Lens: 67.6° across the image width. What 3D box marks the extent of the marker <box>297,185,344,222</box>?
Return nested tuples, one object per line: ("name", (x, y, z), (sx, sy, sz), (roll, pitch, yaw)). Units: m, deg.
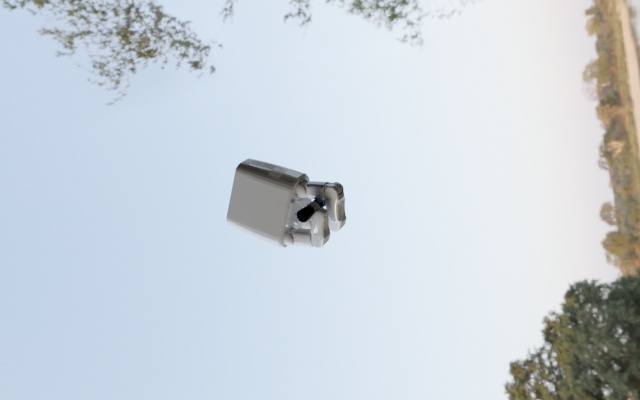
("marker", (0.000, 0.002, 0.700), (0.020, 0.020, 0.121), (0, 21, 30))
